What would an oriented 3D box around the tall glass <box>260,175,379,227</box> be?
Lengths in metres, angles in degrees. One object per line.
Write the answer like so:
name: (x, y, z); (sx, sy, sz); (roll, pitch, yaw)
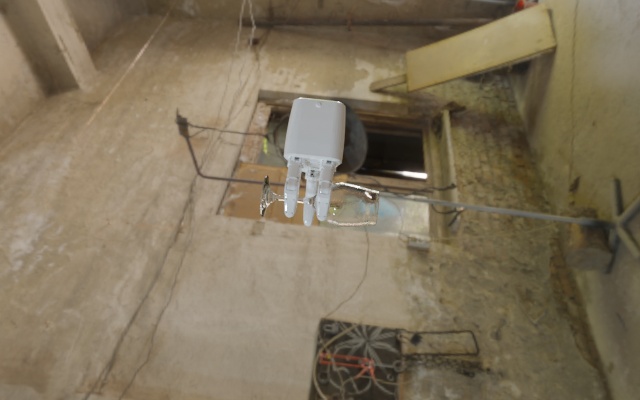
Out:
tall glass: (-0.001, 0.003, 0.839); (0.201, 0.079, 0.079); (6, 0, 2)
